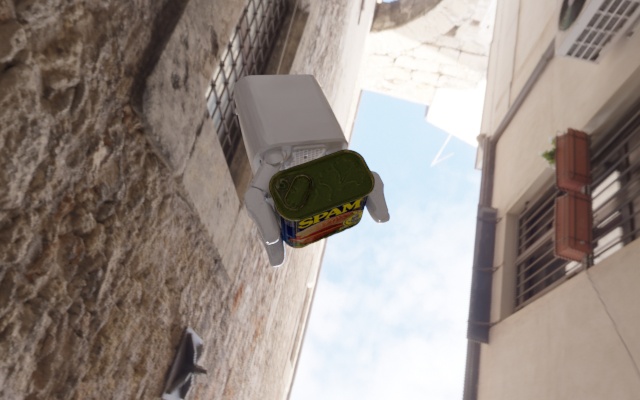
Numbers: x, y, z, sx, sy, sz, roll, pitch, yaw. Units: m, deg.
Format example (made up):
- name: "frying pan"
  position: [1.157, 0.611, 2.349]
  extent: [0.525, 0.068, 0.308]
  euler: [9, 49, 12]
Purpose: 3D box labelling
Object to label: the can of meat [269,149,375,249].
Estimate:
- name: "can of meat"
  position: [0.000, 0.002, 0.503]
  extent: [0.102, 0.057, 0.084]
  euler: [-20, -24, -12]
